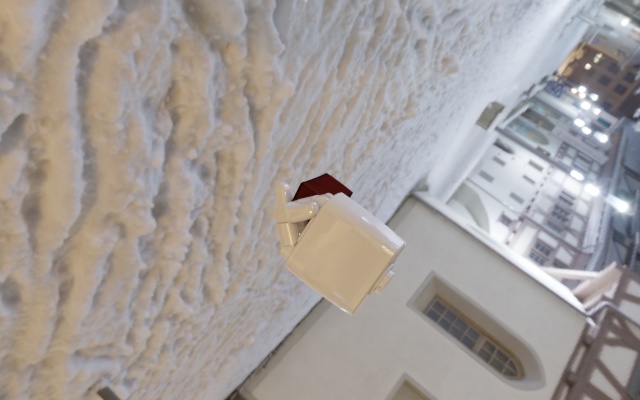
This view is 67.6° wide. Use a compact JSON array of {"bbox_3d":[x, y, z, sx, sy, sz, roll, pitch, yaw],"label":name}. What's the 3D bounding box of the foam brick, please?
[{"bbox_3d":[0.000,0.002,0.668,0.051,0.053,0.078,36,28,16],"label":"foam brick"}]
